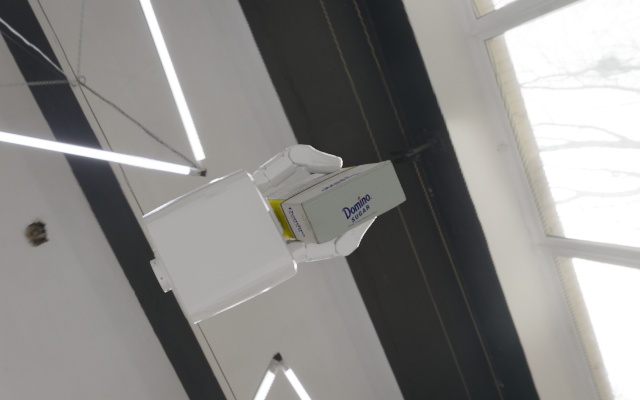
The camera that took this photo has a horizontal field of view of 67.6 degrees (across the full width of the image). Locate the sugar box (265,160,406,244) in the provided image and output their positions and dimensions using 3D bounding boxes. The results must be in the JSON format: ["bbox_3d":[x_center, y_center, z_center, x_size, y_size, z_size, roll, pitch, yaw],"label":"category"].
[{"bbox_3d":[0.000,0.002,0.481,0.093,0.048,0.176,-26,11,-18],"label":"sugar box"}]
